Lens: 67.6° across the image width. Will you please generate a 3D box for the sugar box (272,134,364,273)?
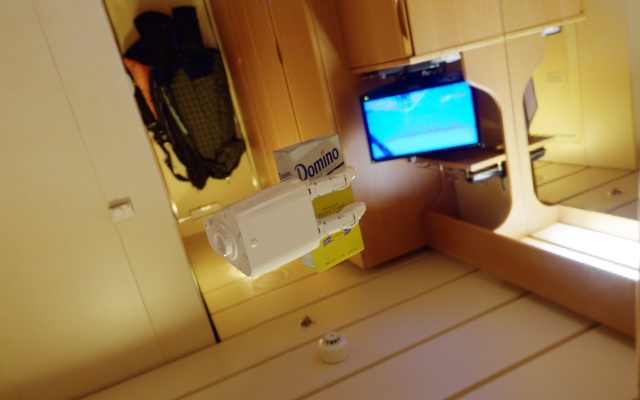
[{"bbox_3d":[0.000,0.002,0.676,0.093,0.176,0.048,-24,19,-35],"label":"sugar box"}]
